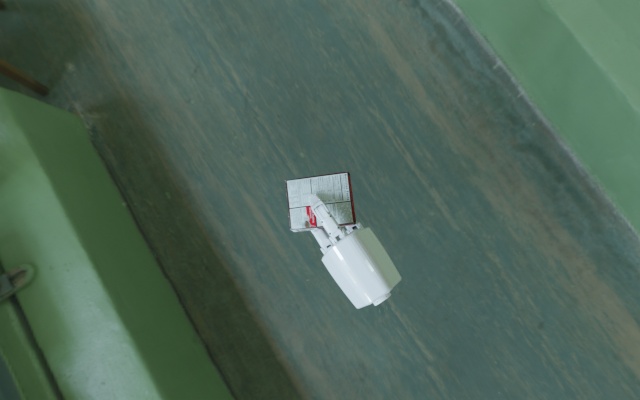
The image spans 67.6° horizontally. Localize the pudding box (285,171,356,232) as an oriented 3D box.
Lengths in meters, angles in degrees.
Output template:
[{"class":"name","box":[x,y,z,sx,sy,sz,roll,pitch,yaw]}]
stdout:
[{"class":"pudding box","box":[0.000,0.003,0.814,0.113,0.090,0.039,-7,-8,5]}]
